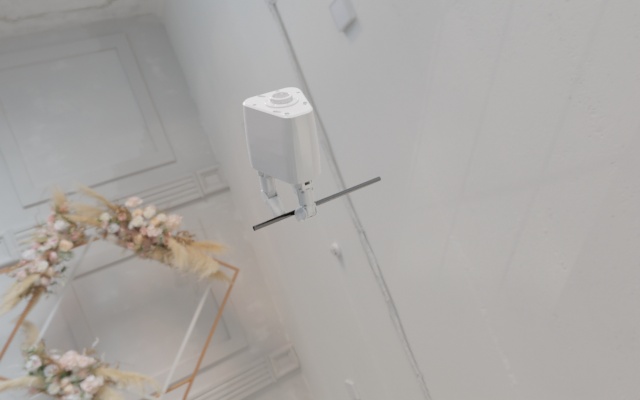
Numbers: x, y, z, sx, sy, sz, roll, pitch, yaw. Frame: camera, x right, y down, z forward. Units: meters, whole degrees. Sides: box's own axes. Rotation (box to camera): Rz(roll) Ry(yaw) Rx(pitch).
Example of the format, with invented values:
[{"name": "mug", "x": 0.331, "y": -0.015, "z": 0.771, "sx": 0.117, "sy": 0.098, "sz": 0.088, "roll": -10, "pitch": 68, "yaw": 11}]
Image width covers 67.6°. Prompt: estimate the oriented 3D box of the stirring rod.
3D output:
[{"name": "stirring rod", "x": 0.000, "y": 0.003, "z": 0.780, "sx": 0.239, "sy": 0.011, "sz": 0.011, "roll": -22, "pitch": 9, "yaw": -24}]
